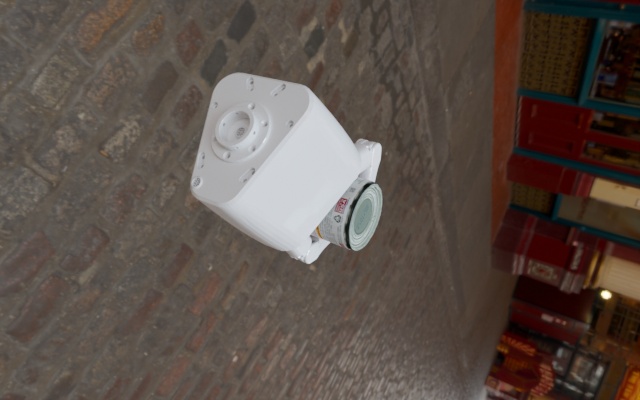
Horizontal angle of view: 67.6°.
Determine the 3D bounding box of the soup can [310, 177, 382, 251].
[{"bbox_3d":[0.000,0.002,0.463,0.102,0.068,0.068,18,9,28],"label":"soup can"}]
